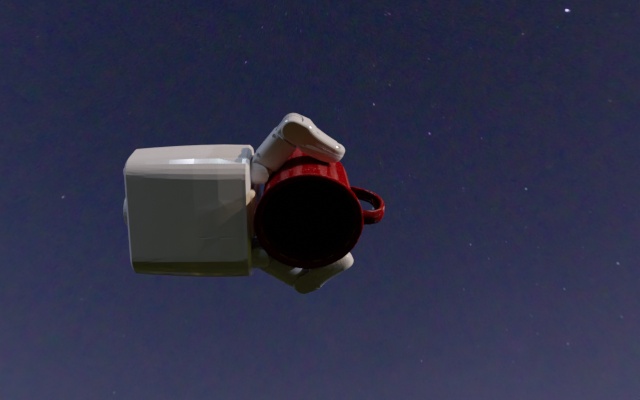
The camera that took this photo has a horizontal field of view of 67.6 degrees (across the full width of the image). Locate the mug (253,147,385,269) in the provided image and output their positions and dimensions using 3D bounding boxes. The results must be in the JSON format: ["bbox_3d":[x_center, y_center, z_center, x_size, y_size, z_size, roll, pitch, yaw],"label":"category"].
[{"bbox_3d":[0.002,0.001,0.438,0.117,0.093,0.081,0,28,-3],"label":"mug"}]
